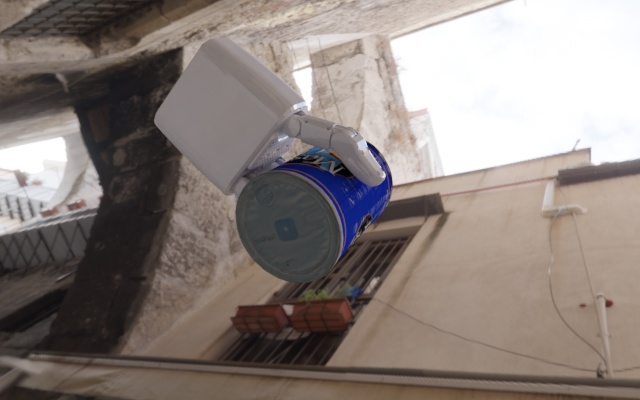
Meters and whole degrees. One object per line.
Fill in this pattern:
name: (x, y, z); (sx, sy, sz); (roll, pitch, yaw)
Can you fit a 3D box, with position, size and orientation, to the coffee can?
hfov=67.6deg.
coffee can: (0.000, 0.002, 0.463); (0.103, 0.103, 0.140); (0, 20, 27)
